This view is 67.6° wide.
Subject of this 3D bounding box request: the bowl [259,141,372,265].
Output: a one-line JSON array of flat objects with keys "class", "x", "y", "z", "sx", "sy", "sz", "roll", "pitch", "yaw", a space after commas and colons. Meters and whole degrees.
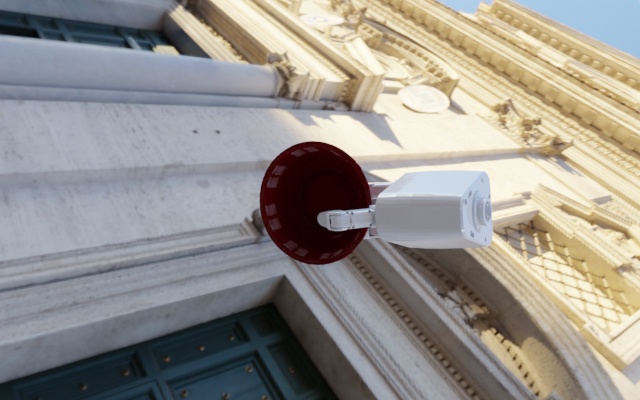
[{"class": "bowl", "x": -0.001, "y": 0.002, "z": 0.642, "sx": 0.162, "sy": 0.162, "sz": 0.055, "roll": 0, "pitch": 5, "yaw": 24}]
